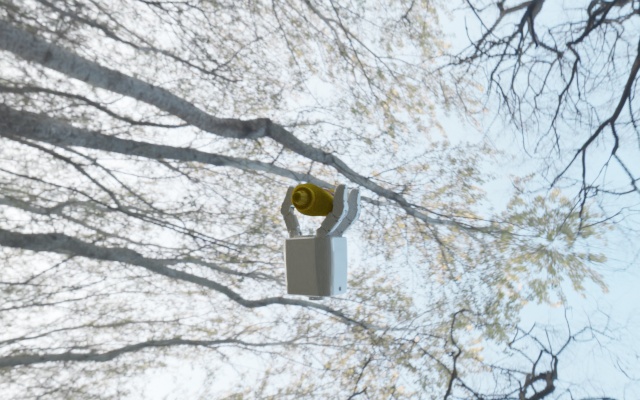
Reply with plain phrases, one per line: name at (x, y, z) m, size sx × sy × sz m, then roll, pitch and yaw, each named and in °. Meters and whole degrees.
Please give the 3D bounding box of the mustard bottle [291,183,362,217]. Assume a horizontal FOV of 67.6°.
mustard bottle at (0.000, 0.003, 0.893) m, size 0.096 × 0.058 × 0.191 m, roll 22°, pitch 6°, yaw 26°
